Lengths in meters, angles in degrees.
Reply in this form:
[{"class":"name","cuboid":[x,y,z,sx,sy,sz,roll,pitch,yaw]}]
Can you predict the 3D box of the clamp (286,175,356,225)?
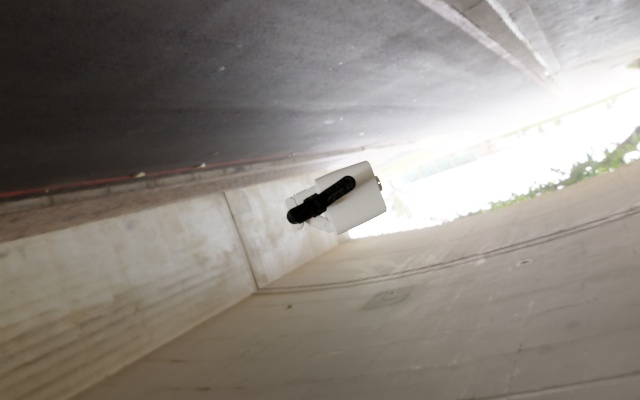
[{"class":"clamp","cuboid":[0.000,0.003,0.790,0.120,0.039,0.171,-26,0,-3]}]
